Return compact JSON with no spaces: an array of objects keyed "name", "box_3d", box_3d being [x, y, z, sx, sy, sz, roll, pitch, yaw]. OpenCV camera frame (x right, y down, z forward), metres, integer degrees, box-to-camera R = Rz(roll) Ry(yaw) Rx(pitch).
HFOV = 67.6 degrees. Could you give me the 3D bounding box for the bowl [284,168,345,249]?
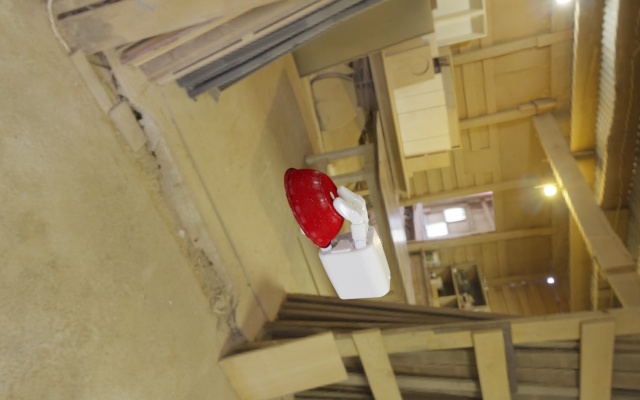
[{"name":"bowl","box_3d":[0.000,0.002,0.862,0.055,0.162,0.162,-26,-9,19]}]
